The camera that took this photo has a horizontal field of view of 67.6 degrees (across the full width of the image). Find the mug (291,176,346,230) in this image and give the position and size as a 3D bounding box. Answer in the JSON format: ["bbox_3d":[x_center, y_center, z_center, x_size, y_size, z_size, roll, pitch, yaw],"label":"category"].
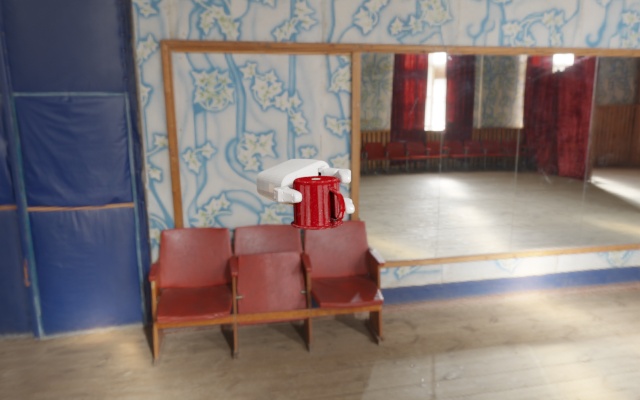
[{"bbox_3d":[0.001,0.003,0.828,0.093,0.081,0.117,-10,14,-36],"label":"mug"}]
